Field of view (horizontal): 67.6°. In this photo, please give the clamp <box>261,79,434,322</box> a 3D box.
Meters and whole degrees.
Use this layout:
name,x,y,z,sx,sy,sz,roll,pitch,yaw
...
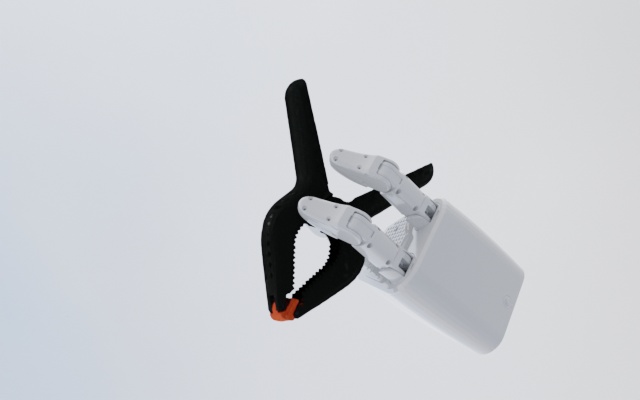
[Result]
name,x,y,z,sx,sy,sz,roll,pitch,yaw
clamp,0.000,0.002,0.418,0.164,0.210,0.036,36,-26,-10
